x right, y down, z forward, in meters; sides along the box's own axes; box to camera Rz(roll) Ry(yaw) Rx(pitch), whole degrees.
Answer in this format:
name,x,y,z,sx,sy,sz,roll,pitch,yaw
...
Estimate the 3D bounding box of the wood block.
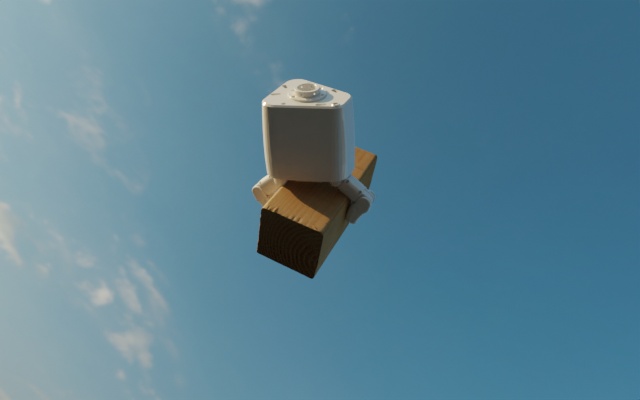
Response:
name,x,y,z,sx,sy,sz,roll,pitch,yaw
wood block,0.001,0.002,0.697,0.091,0.090,0.206,23,41,13
